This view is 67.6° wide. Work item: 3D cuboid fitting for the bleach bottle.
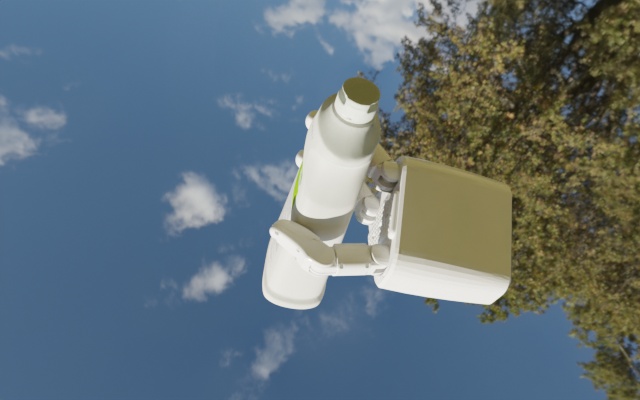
[{"bbox_3d":[0.000,0.001,0.429,0.068,0.102,0.251,11,-37,-8],"label":"bleach bottle"}]
